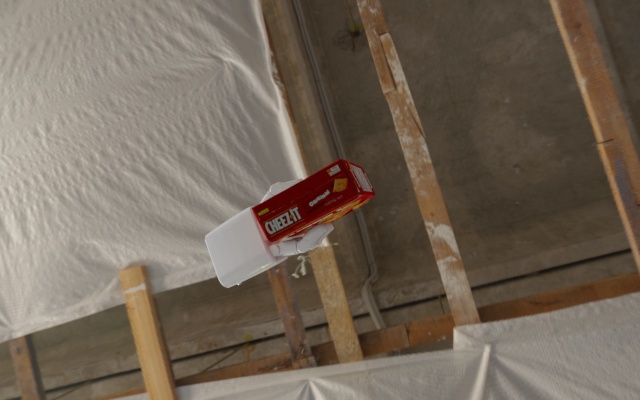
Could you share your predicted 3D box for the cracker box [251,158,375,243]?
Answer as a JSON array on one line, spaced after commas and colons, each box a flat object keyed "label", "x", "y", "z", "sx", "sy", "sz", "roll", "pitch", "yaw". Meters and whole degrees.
[{"label": "cracker box", "x": 0.000, "y": 0.003, "z": 0.822, "sx": 0.164, "sy": 0.072, "sz": 0.213, "roll": -29, "pitch": -6, "yaw": 12}]
